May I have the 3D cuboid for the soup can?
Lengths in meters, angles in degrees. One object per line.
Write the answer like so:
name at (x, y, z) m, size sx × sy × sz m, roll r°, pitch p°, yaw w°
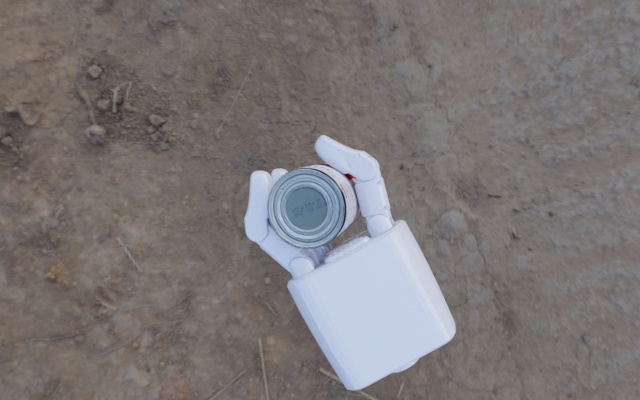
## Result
soup can at (0.000, 0.001, 0.427) m, size 0.068 × 0.068 × 0.102 m, roll 0°, pitch 7°, yaw 14°
